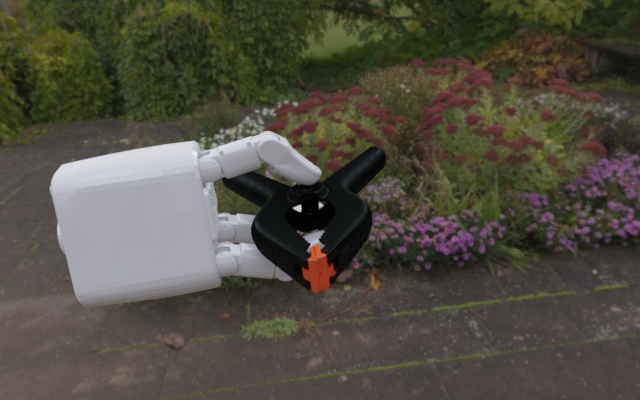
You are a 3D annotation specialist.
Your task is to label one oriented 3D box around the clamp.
[{"bbox_3d":[0.000,0.001,0.404,0.164,0.036,0.210,-12,26,-7],"label":"clamp"}]
